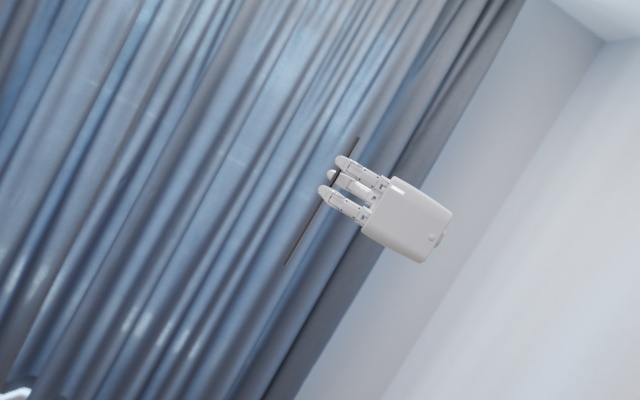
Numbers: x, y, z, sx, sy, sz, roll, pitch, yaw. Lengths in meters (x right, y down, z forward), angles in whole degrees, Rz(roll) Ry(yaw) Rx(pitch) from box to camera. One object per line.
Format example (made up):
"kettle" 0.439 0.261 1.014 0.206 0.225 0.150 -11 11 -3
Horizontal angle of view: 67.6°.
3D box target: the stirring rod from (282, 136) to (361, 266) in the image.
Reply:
"stirring rod" 0.000 0.003 0.773 0.011 0.239 0.011 30 7 -4
